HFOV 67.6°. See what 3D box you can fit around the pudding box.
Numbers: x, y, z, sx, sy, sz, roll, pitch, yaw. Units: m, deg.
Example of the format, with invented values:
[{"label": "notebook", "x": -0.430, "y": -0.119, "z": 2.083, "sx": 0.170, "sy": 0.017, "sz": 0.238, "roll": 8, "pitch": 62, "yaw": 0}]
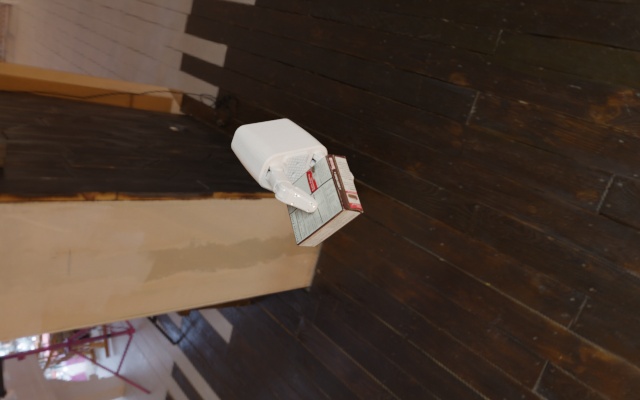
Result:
[{"label": "pudding box", "x": 0.000, "y": 0.002, "z": 0.667, "sx": 0.039, "sy": 0.090, "sz": 0.113, "roll": 4, "pitch": -31, "yaw": -39}]
